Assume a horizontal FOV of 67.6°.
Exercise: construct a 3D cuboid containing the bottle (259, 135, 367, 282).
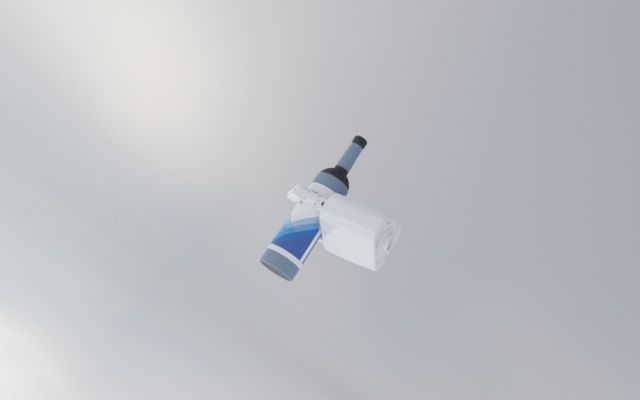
[{"bbox_3d":[0.000,0.003,0.856,0.069,0.295,0.069,30,-18,11],"label":"bottle"}]
